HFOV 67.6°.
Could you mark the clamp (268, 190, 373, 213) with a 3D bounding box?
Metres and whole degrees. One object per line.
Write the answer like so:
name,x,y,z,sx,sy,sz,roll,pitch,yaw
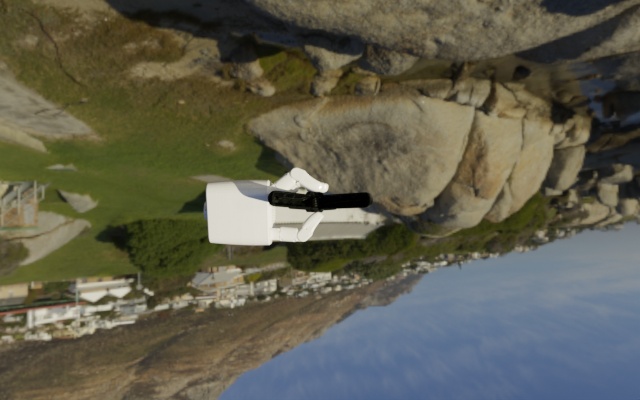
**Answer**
clamp,0.000,0.004,0.832,0.164,0.036,0.210,2,-3,0
